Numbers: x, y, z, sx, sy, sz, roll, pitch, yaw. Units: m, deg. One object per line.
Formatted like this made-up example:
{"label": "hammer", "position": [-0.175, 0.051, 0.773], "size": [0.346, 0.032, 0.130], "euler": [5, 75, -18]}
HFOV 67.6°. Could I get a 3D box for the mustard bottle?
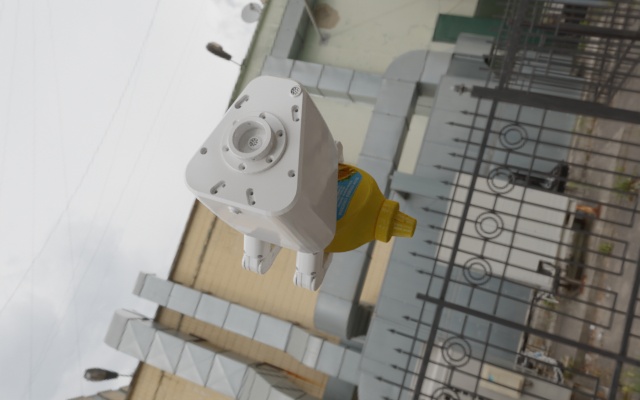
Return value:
{"label": "mustard bottle", "position": [0.000, 0.002, 0.474], "size": [0.191, 0.096, 0.058], "euler": [15, -39, 18]}
